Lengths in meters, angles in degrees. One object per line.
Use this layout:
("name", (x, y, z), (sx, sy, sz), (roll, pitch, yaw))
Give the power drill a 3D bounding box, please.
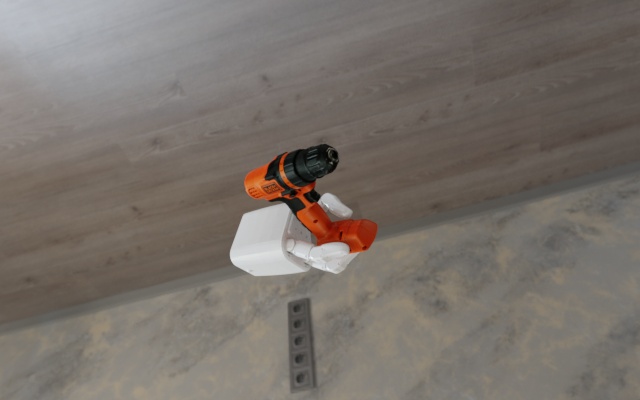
("power drill", (0.000, 0.003, 0.703), (0.184, 0.057, 0.188), (-14, -52, 47))
